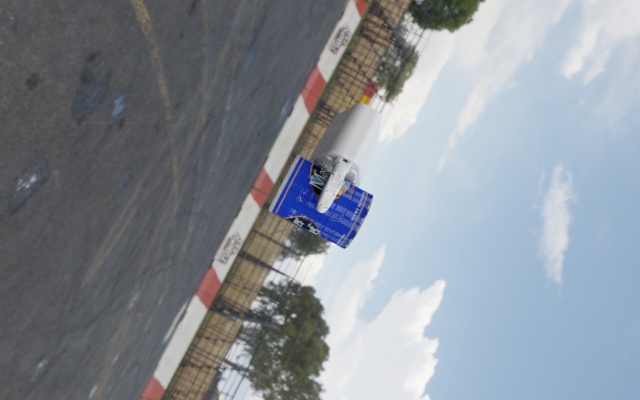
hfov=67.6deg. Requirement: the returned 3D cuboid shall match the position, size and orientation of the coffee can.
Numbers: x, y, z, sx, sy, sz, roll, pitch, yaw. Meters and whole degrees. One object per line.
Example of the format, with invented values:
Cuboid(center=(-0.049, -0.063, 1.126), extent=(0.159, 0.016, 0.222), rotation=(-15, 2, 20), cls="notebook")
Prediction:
Cuboid(center=(0.000, 0.003, 0.778), extent=(0.140, 0.103, 0.103), rotation=(28, -2, -4), cls="coffee can")
